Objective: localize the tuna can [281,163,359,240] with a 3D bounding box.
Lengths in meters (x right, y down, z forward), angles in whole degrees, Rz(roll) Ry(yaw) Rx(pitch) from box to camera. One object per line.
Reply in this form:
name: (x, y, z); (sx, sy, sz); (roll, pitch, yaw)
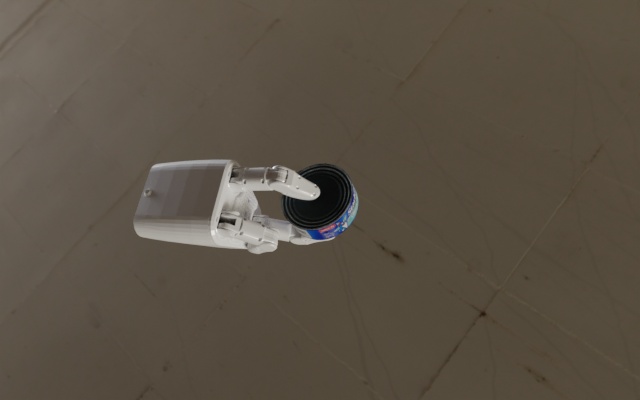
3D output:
tuna can: (0.000, 0.002, 0.552); (0.086, 0.086, 0.034); (0, -29, 21)
